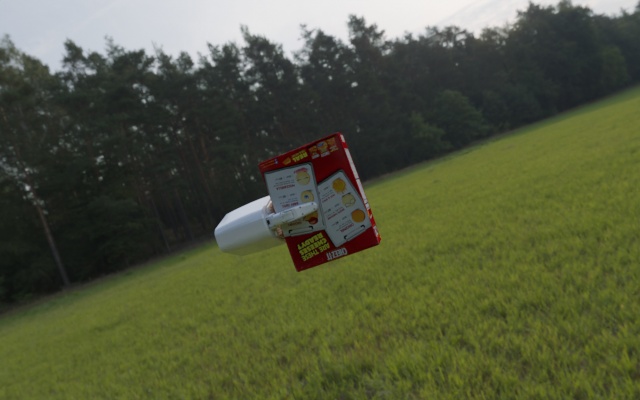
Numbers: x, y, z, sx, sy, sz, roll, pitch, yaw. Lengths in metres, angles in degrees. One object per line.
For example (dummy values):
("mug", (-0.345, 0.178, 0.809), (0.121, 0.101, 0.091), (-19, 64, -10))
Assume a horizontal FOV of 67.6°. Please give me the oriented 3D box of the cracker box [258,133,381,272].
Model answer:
("cracker box", (0.000, 0.003, 0.887), (0.164, 0.213, 0.072), (-20, 0, 14))
